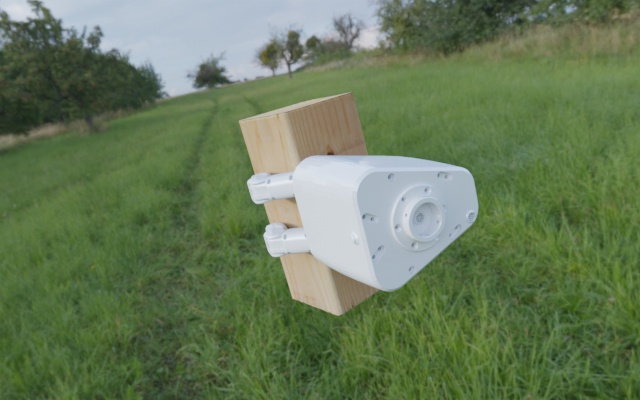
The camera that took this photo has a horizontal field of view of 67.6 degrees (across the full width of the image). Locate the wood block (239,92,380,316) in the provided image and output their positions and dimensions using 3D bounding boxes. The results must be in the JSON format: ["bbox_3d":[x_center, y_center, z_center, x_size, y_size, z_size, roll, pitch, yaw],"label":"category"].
[{"bbox_3d":[0.001,0.001,0.506,0.091,0.206,0.090,-25,17,-34],"label":"wood block"}]
